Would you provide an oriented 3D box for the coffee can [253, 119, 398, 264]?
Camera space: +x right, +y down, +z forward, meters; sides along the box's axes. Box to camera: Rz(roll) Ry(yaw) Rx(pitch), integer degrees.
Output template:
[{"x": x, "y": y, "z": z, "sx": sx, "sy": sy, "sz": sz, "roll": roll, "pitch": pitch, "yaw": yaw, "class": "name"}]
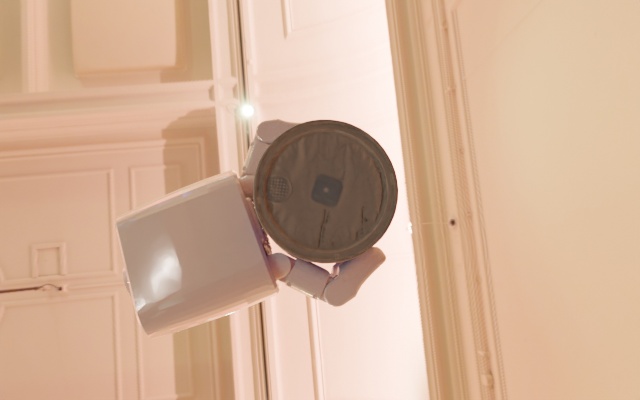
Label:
[{"x": 0.000, "y": 0.001, "z": 0.403, "sx": 0.103, "sy": 0.103, "sz": 0.140, "roll": 0, "pitch": -7, "yaw": -3, "class": "coffee can"}]
